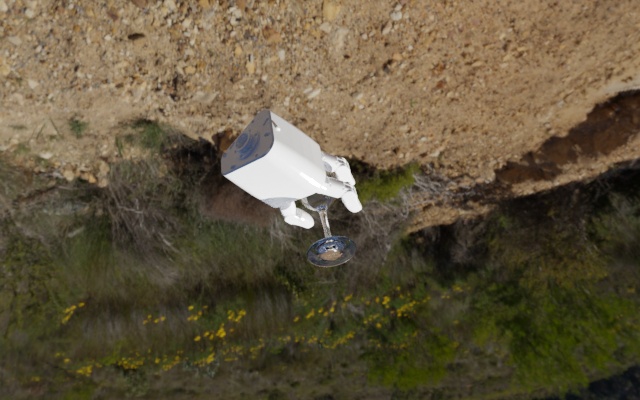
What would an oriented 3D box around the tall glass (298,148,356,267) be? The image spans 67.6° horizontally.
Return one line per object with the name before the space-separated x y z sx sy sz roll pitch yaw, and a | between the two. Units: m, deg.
tall glass | 0.000 0.003 0.764 0.079 0.200 0.079 -7 -41 -6
